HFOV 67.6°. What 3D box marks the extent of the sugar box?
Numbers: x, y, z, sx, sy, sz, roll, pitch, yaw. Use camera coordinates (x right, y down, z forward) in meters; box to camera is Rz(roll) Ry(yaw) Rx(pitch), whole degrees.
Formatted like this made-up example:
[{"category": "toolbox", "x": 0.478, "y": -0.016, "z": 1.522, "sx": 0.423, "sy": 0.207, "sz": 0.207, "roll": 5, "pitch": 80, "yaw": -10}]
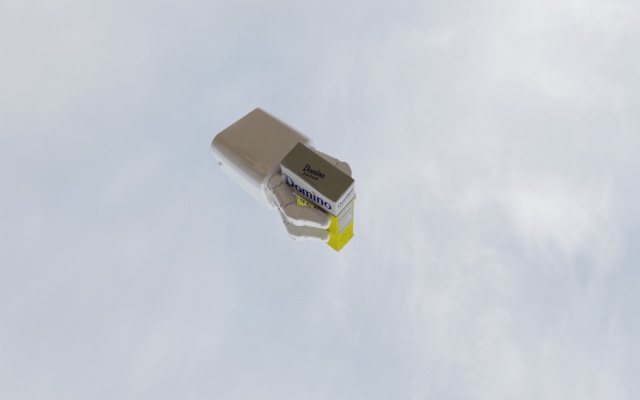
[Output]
[{"category": "sugar box", "x": 0.000, "y": 0.003, "z": 0.656, "sx": 0.093, "sy": 0.048, "sz": 0.176, "roll": 36, "pitch": -16, "yaw": 19}]
